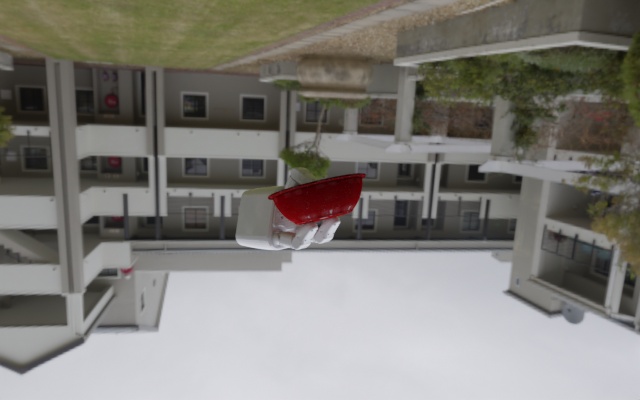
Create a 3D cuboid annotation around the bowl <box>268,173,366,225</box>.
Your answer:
[{"bbox_3d":[0.001,0.003,0.762,0.162,0.055,0.162,-13,-4,-1],"label":"bowl"}]
